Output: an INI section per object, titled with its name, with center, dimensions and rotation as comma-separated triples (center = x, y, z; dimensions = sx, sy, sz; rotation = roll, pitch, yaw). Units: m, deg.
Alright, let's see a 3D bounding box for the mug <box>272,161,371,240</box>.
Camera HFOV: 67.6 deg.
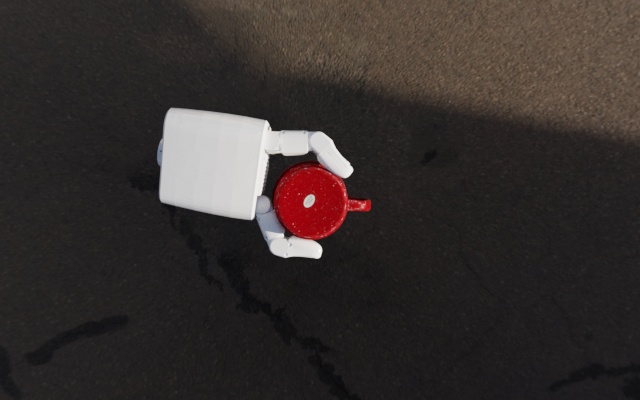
[mug]
center = 0.002, 0.002, 0.554
dimensions = 0.117, 0.093, 0.081
rotation = 7, 4, -3
